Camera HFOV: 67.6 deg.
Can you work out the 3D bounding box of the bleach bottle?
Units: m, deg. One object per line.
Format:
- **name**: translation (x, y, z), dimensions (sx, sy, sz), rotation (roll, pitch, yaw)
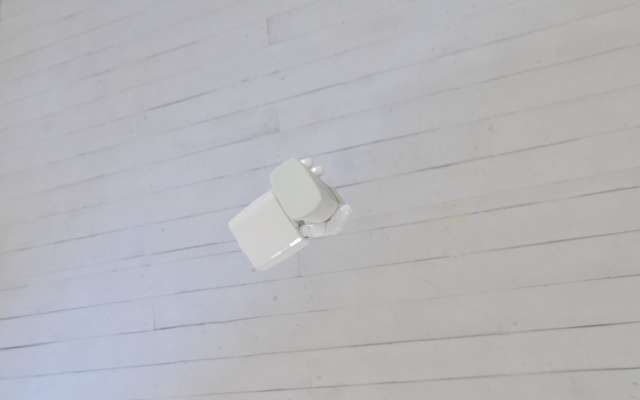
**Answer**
- **bleach bottle**: translation (0.000, 0.003, 0.864), dimensions (0.068, 0.102, 0.251), rotation (-35, -21, 10)
